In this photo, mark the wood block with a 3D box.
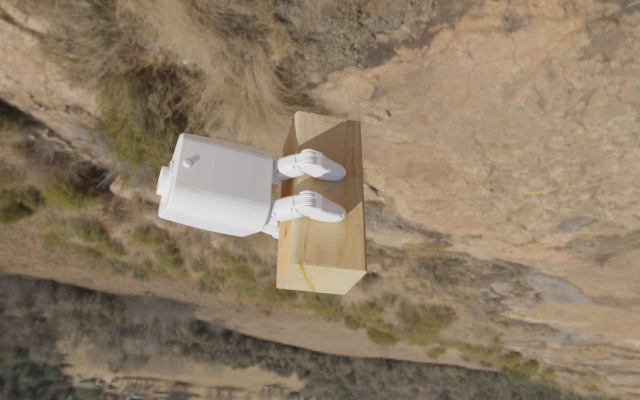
[{"bbox_3d":[0.000,0.002,0.601,0.090,0.206,0.091,8,-29,-13],"label":"wood block"}]
